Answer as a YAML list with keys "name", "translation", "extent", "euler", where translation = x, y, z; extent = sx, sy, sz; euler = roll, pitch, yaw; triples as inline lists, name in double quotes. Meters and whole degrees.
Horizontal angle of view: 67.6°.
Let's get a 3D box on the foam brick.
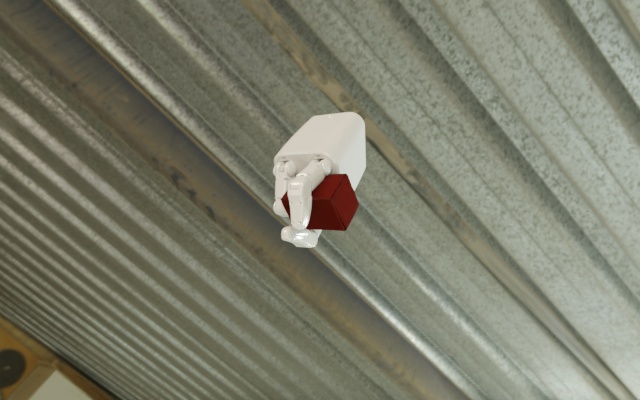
- name: "foam brick"
  translation: [0.000, 0.002, 0.601]
  extent: [0.078, 0.053, 0.051]
  euler: [0, 39, 33]
